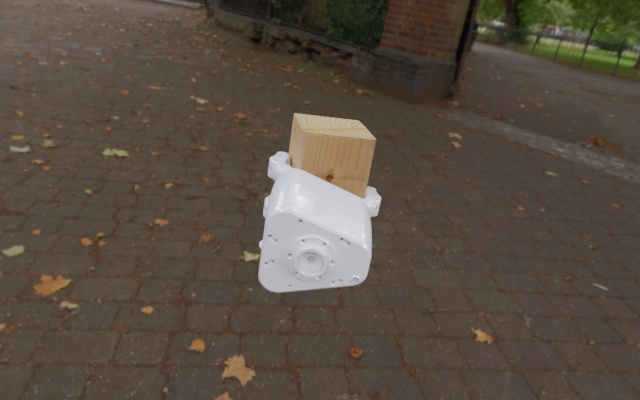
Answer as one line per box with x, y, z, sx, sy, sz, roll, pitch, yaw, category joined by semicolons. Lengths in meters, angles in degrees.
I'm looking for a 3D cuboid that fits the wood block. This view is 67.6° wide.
0.000;0.002;0.624;0.091;0.206;0.090;4;24;-13;wood block
